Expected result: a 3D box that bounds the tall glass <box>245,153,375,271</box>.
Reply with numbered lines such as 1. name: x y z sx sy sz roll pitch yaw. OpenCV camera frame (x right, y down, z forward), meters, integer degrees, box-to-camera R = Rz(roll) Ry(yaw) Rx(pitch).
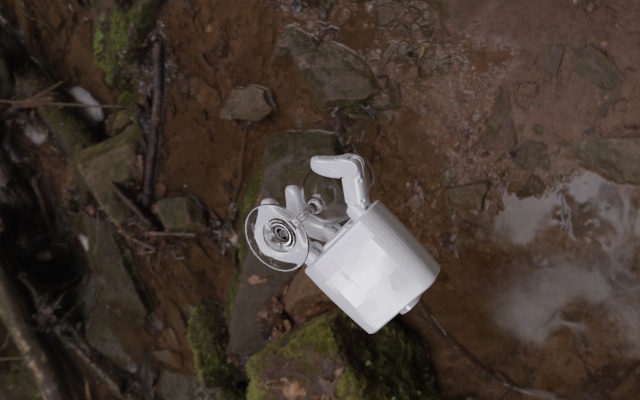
1. tall glass: 0.000 0.002 0.555 0.079 0.079 0.201 0 22 28
